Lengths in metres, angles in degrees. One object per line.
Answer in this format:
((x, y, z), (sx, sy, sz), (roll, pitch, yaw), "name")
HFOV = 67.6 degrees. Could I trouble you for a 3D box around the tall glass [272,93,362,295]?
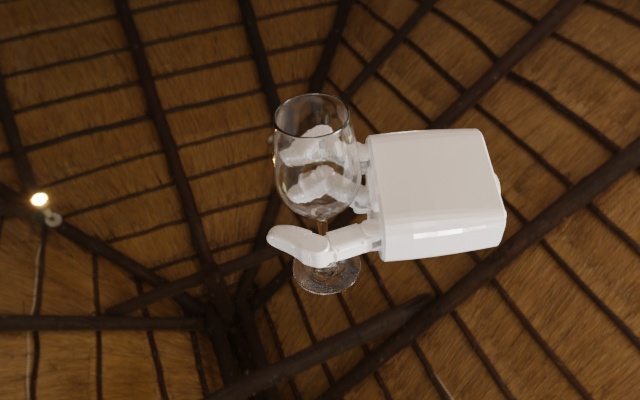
((0.000, 0.002, 0.447), (0.079, 0.079, 0.201), (0, -44, 6), "tall glass")
